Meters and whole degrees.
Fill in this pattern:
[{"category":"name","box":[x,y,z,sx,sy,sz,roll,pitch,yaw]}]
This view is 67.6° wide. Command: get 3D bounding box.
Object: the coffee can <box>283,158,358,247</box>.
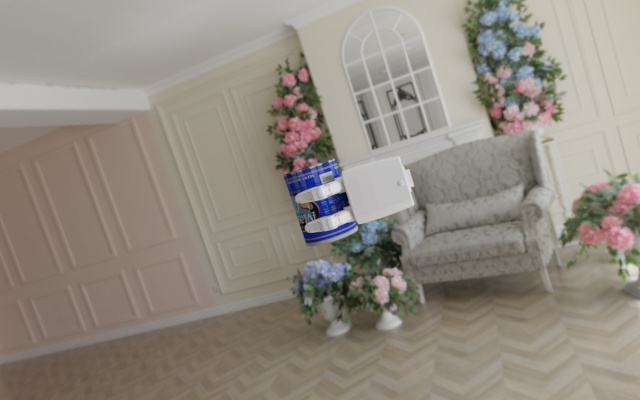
[{"category":"coffee can","box":[0.000,0.003,0.890,0.103,0.140,0.103,-18,5,1]}]
